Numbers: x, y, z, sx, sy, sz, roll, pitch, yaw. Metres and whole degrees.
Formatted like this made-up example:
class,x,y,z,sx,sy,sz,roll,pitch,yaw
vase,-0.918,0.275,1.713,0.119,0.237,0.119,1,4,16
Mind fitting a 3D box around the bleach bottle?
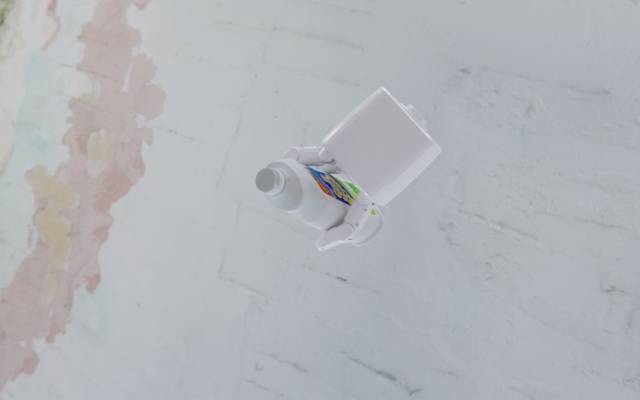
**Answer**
class,x,y,z,sx,sy,sz,roll,pitch,yaw
bleach bottle,0.000,0.002,0.646,0.068,0.102,0.251,-42,-25,16
